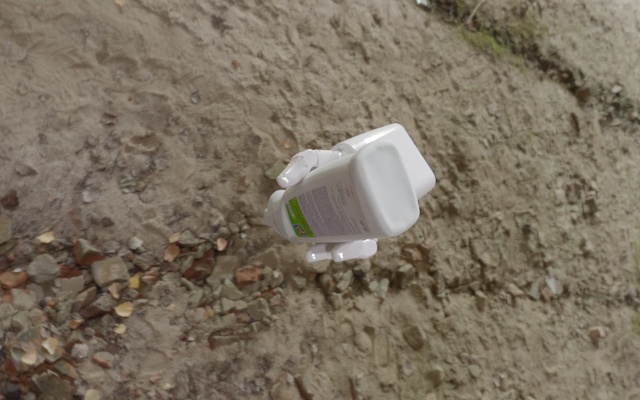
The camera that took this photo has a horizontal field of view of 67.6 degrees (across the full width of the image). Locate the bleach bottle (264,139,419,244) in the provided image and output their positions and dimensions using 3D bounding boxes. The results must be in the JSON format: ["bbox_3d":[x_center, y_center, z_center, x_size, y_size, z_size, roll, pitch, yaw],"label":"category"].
[{"bbox_3d":[0.000,0.002,0.586,0.068,0.102,0.251,-28,10,-35],"label":"bleach bottle"}]
